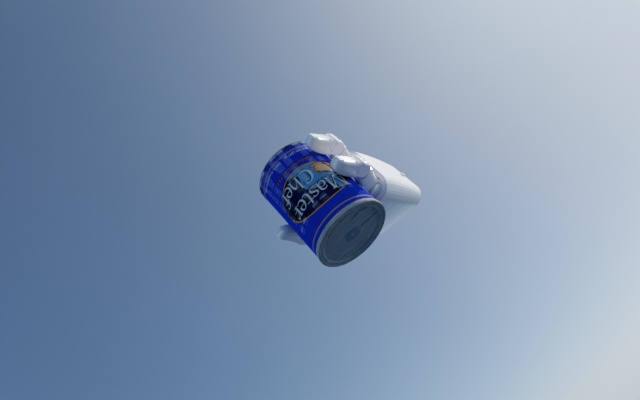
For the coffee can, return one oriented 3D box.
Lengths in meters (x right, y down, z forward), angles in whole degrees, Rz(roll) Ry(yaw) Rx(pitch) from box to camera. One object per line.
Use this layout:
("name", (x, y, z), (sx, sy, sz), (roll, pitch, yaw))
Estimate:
("coffee can", (0.000, 0.002, 0.618), (0.103, 0.103, 0.140), (0, 35, -45))
